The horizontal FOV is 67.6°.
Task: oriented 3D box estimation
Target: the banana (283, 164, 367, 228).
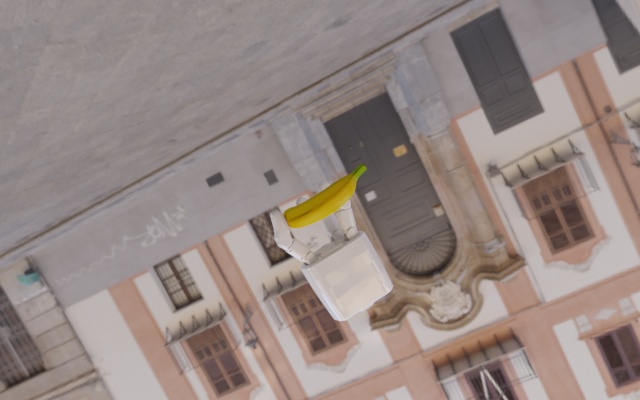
[{"bbox_3d":[-0.008,0.010,0.724,0.198,0.037,0.069,-29,8,44],"label":"banana"}]
